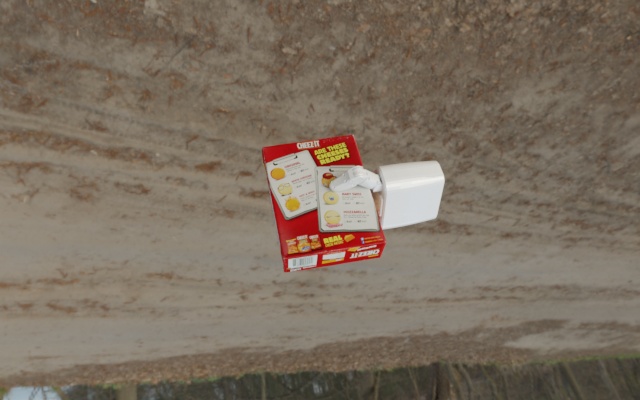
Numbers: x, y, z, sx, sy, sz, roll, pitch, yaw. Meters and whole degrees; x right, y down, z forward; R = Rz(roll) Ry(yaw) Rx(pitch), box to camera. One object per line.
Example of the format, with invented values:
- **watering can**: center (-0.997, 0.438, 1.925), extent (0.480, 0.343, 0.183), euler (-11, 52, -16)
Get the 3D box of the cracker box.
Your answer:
- **cracker box**: center (0.000, 0.003, 0.797), extent (0.164, 0.213, 0.072), euler (-9, -30, -9)
